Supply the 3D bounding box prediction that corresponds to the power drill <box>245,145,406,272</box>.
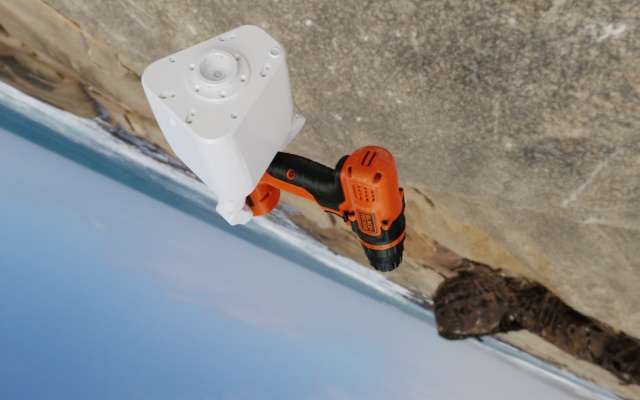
[{"bbox_3d":[0.000,0.001,0.510,0.187,0.057,0.185,13,-34,22],"label":"power drill"}]
